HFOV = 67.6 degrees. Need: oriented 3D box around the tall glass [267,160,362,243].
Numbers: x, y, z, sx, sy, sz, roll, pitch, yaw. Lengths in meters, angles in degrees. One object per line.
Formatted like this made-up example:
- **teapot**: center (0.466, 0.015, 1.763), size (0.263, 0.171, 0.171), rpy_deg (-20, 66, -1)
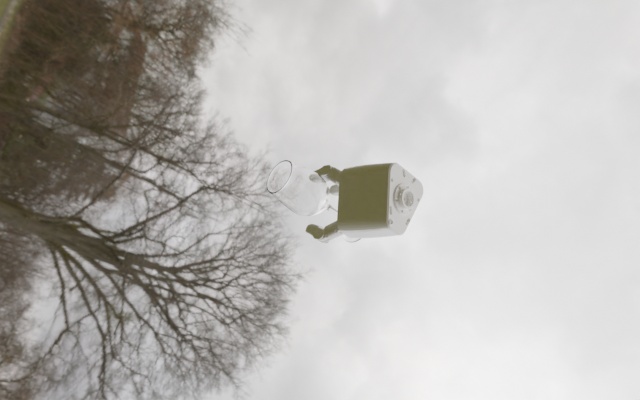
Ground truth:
- **tall glass**: center (0.000, 0.003, 0.841), size (0.201, 0.079, 0.079), rpy_deg (32, -20, -36)
